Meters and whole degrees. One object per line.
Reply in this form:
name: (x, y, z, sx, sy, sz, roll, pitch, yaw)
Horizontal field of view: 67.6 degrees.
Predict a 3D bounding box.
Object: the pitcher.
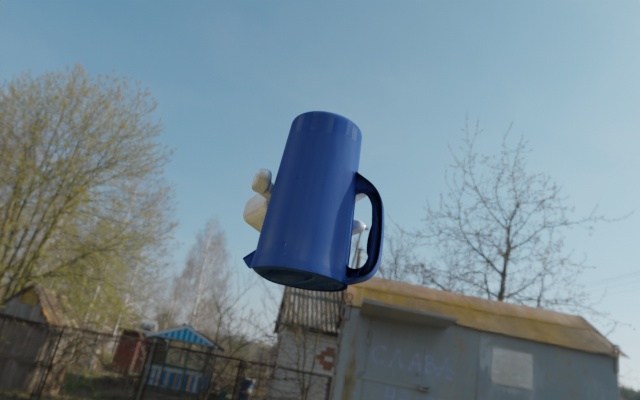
pitcher: (0.000, 0.002, 0.673, 0.149, 0.242, 0.145, 20, -22, -25)
